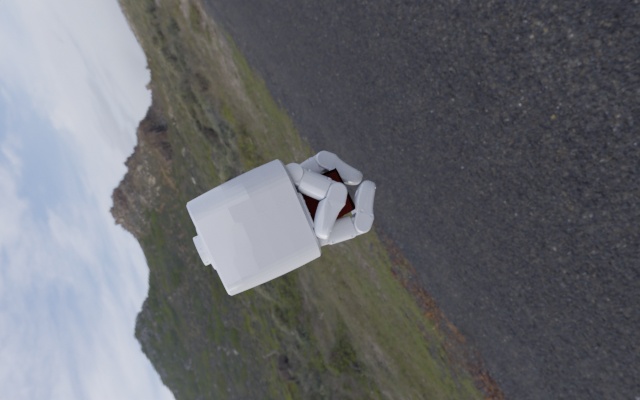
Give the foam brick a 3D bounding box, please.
[{"bbox_3d":[0.000,0.002,0.553,0.051,0.053,0.078,-25,-4,-11],"label":"foam brick"}]
